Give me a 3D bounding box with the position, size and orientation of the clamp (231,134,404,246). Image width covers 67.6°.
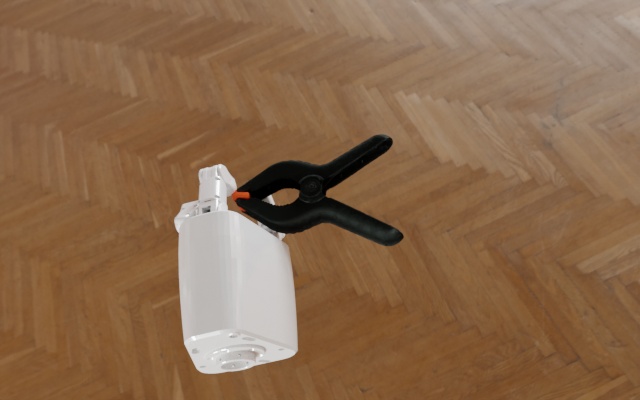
[{"bbox_3d":[0.000,0.001,0.472,0.171,0.120,0.039,-14,-34,5],"label":"clamp"}]
